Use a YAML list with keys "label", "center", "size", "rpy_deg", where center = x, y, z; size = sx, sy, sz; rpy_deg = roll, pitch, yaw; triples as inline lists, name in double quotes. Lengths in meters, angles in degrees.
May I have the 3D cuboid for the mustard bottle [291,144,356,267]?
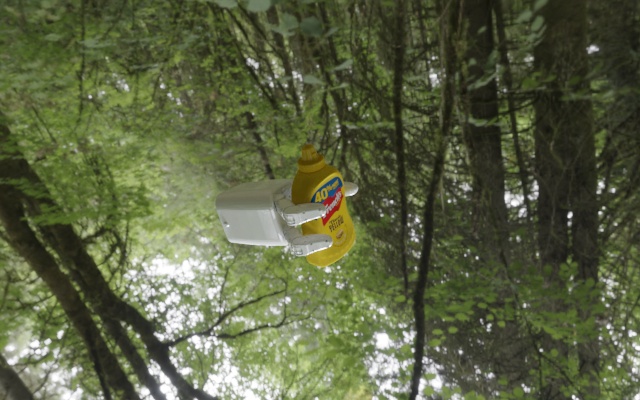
- label: "mustard bottle"
  center: [0.000, 0.003, 0.743]
  size: [0.058, 0.192, 0.096]
  rpy_deg: [16, 40, 42]
